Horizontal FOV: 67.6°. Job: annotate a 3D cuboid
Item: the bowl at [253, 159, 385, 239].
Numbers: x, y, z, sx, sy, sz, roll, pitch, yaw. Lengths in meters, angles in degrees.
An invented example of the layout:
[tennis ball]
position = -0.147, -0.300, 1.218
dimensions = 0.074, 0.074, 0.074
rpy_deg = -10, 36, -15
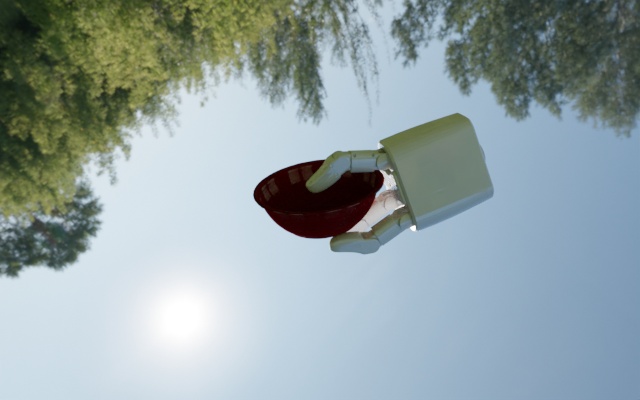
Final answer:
[bowl]
position = -0.001, 0.002, 0.596
dimensions = 0.162, 0.055, 0.162
rpy_deg = -6, 25, 3
